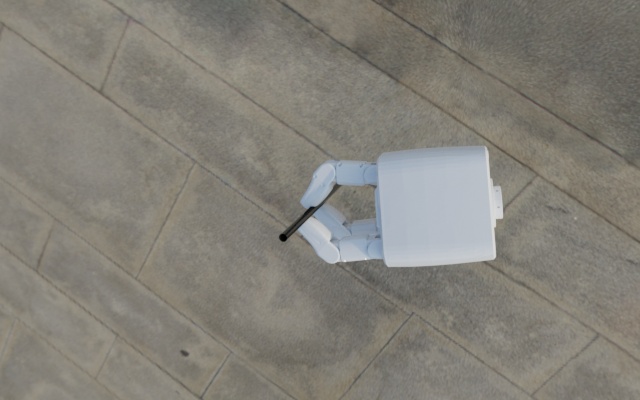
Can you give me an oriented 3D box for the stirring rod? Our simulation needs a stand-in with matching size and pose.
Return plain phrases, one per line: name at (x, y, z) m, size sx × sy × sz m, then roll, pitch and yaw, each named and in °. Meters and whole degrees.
stirring rod at (0.000, 0.002, 0.544) m, size 0.011 × 0.011 × 0.239 m, roll 0°, pitch 15°, yaw 17°
